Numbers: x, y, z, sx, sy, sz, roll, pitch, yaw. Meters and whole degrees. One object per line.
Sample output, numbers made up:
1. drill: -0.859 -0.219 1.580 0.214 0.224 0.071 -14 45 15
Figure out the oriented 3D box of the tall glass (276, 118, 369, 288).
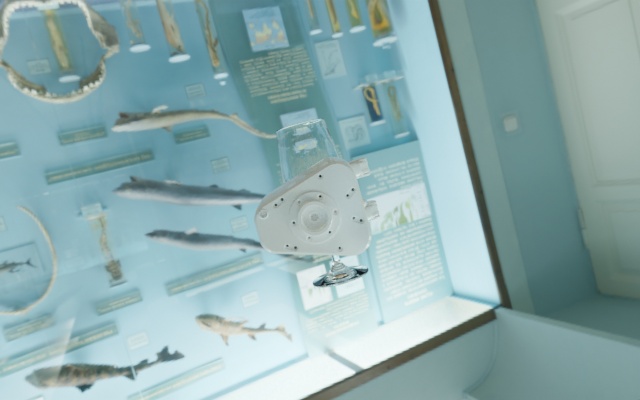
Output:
1. tall glass: 0.000 0.003 0.601 0.079 0.201 0.079 -15 5 1
